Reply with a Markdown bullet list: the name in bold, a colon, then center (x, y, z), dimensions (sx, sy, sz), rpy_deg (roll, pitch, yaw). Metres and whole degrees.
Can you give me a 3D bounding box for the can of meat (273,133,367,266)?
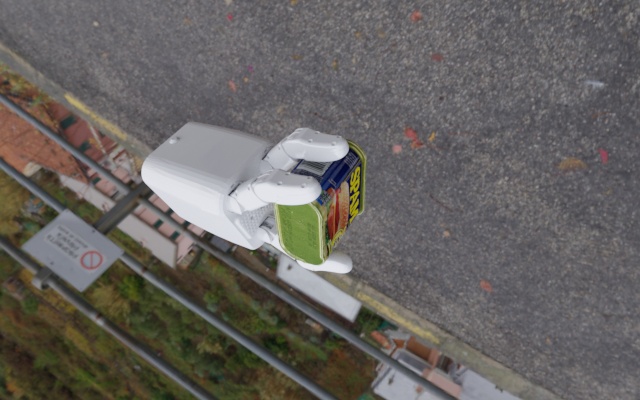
- **can of meat**: center (0.000, 0.002, 0.459), dimensions (0.057, 0.102, 0.084), rpy_deg (21, 51, 21)
